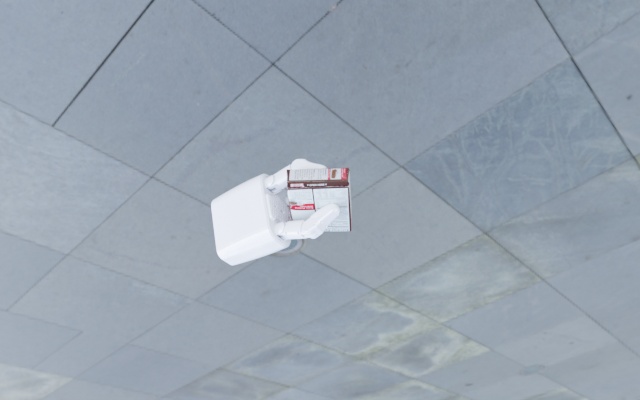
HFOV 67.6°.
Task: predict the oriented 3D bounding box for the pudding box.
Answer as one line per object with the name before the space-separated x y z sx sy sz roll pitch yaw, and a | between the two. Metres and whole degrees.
pudding box | 0.000 0.002 0.696 0.090 0.039 0.114 -2 -37 3
